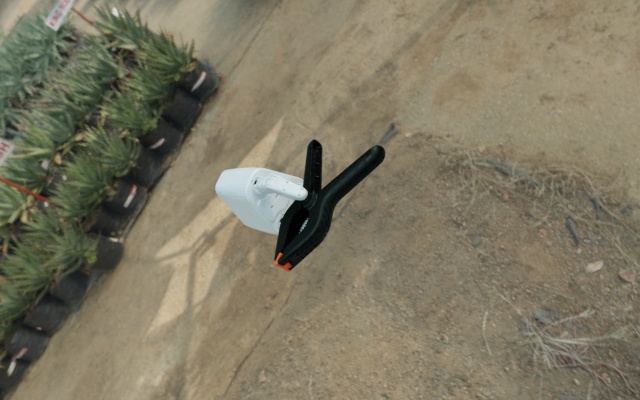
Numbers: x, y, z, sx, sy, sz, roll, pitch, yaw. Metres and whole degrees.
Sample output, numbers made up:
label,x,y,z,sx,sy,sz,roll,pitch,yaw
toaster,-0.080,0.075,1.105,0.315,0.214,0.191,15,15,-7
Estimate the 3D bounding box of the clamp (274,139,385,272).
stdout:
label,x,y,z,sx,sy,sz,roll,pitch,yaw
clamp,-0.001,0.002,0.669,0.036,0.210,0.164,34,-18,-34
